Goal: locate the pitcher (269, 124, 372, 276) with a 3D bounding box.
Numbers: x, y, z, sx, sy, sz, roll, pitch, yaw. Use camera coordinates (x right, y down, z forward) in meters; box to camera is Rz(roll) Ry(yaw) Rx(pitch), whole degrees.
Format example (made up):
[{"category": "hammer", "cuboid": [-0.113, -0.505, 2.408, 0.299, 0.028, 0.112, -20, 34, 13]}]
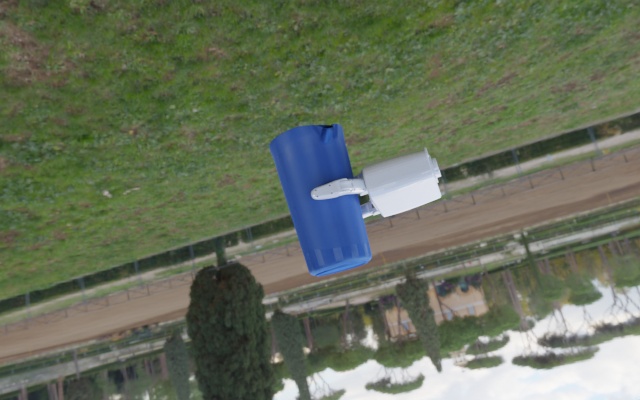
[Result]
[{"category": "pitcher", "cuboid": [0.000, 0.003, 0.821, 0.145, 0.242, 0.149, -18, -13, 14]}]
